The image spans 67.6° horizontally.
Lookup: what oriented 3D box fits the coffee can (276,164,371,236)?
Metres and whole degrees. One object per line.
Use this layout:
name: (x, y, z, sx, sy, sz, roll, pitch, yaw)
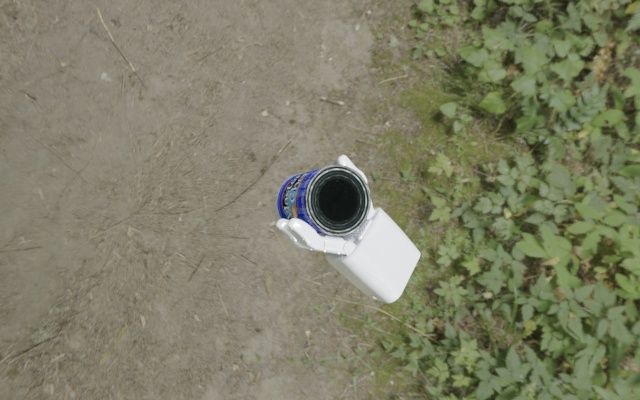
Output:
coffee can: (0.000, 0.002, 0.740, 0.103, 0.103, 0.140, 0, -2, -22)
